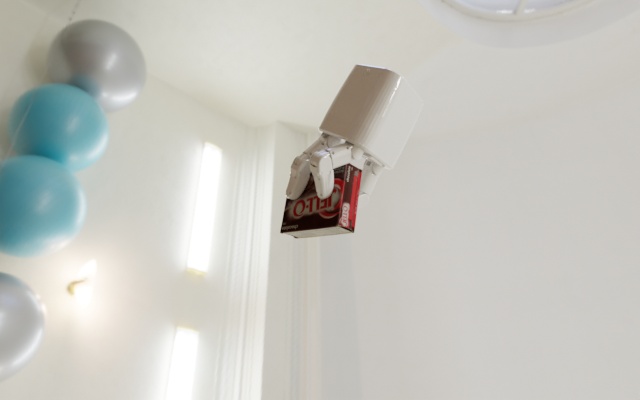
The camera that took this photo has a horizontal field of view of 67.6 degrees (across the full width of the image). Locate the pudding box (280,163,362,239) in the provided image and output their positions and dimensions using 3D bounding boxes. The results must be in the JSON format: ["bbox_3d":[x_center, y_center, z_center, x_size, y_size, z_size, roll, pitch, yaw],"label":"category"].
[{"bbox_3d":[0.000,0.002,0.647,0.039,0.090,0.113,26,-25,-38],"label":"pudding box"}]
